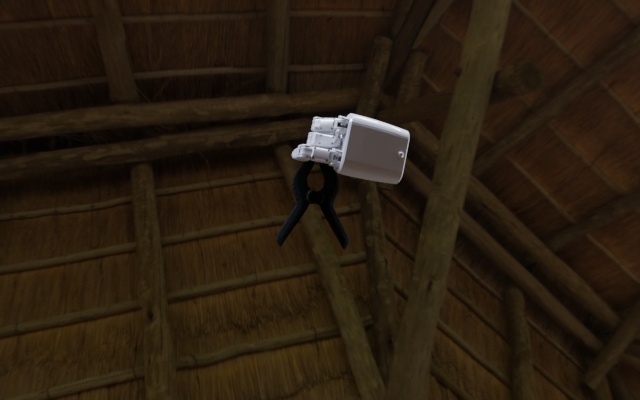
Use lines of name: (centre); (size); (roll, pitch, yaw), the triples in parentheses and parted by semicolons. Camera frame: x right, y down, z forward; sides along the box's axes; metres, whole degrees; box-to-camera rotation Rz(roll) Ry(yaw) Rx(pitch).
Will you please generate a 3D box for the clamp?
clamp: (0.000, 0.002, 0.800); (0.120, 0.171, 0.039); (12, -1, -10)
